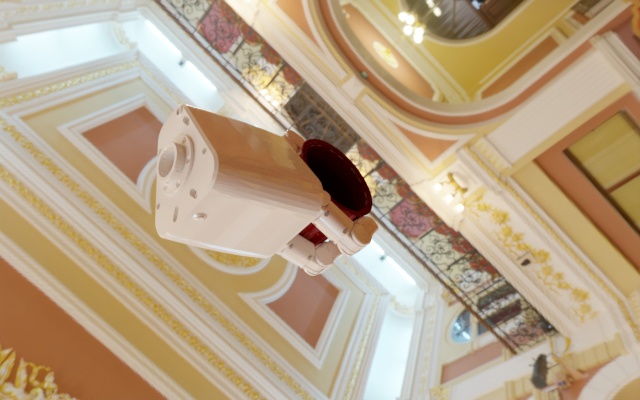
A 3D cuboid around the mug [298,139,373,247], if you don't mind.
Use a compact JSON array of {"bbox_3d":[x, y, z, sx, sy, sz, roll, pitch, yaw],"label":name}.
[{"bbox_3d":[0.001,0.002,0.492,0.117,0.093,0.081,18,-48,-43],"label":"mug"}]
